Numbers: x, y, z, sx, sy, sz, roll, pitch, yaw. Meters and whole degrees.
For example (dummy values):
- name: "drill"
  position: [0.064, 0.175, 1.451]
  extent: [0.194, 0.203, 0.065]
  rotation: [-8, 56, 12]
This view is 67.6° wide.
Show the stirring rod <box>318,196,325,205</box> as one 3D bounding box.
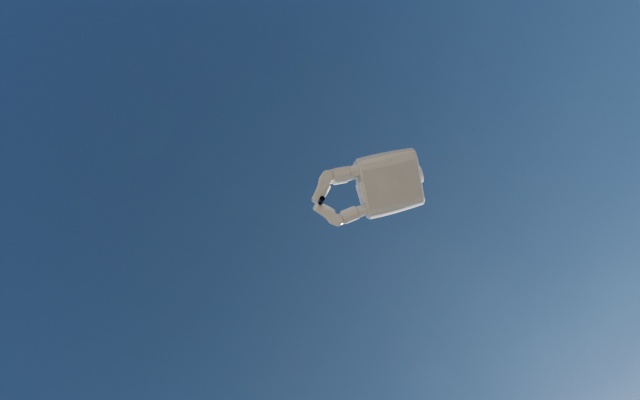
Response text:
- name: "stirring rod"
  position: [0.000, 0.003, 0.834]
  extent: [0.011, 0.011, 0.239]
  rotation: [0, -3, -1]
